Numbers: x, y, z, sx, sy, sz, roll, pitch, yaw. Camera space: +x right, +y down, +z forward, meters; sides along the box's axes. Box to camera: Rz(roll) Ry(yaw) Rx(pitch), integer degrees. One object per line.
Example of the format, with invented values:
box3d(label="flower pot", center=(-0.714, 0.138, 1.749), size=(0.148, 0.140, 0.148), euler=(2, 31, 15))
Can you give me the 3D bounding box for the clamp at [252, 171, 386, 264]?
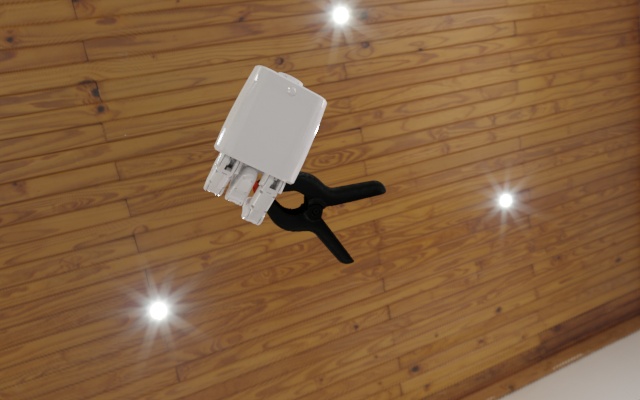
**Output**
box3d(label="clamp", center=(0.000, 0.002, 0.614), size=(0.171, 0.120, 0.039), euler=(27, 4, -23))
